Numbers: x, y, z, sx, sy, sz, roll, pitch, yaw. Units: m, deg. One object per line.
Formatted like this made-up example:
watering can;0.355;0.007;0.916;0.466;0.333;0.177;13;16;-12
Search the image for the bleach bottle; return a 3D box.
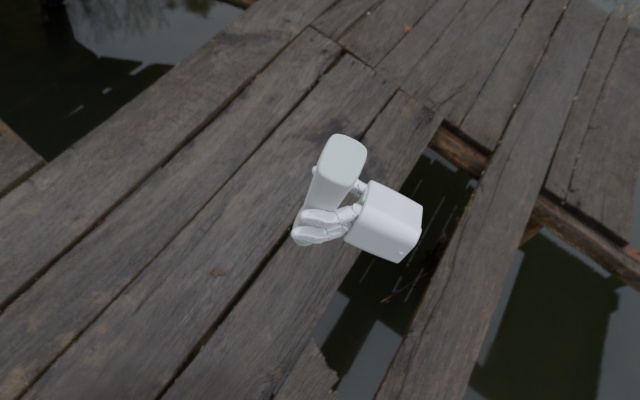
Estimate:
bleach bottle;0.000;0.003;0.830;0.068;0.102;0.251;25;-37;-2
